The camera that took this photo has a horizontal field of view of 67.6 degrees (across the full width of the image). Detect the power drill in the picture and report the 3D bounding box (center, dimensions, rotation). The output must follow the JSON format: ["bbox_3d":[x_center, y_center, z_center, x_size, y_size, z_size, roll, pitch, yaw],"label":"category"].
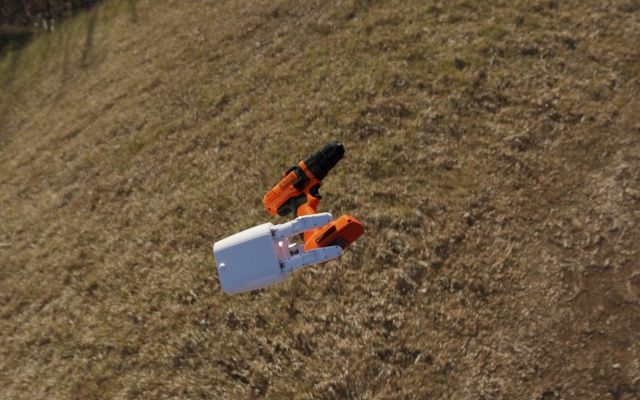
[{"bbox_3d":[0.000,0.003,0.839,0.184,0.187,0.057,-42,-40,12],"label":"power drill"}]
